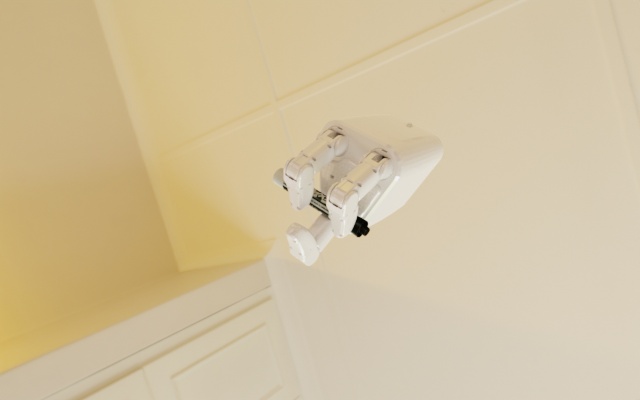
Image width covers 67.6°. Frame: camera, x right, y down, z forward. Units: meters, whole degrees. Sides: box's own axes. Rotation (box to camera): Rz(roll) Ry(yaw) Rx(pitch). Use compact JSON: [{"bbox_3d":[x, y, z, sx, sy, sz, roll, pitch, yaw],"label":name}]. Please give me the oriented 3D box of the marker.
[{"bbox_3d":[0.000,0.002,0.485,0.121,0.020,0.020,32,16,28],"label":"marker"}]
